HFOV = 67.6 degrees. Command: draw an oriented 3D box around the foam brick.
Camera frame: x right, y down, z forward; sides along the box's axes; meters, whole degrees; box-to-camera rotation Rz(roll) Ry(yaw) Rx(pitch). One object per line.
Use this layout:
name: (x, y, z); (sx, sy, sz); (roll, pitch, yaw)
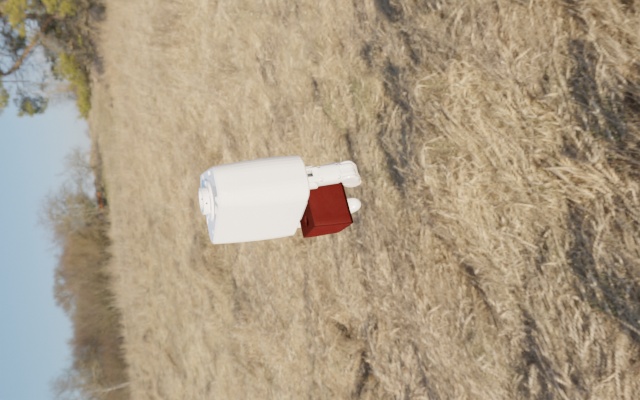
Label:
foam brick: (0.000, 0.002, 0.598); (0.051, 0.078, 0.053); (-8, -17, -22)
